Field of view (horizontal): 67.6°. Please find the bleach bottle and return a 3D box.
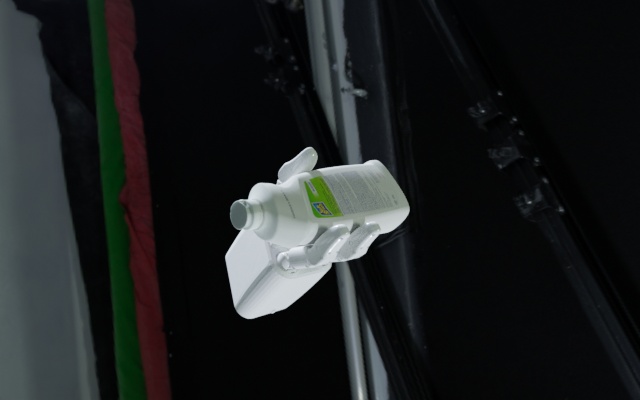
[{"bbox_3d":[0.000,0.002,0.569,0.251,0.102,0.068,-4,-36,-47],"label":"bleach bottle"}]
